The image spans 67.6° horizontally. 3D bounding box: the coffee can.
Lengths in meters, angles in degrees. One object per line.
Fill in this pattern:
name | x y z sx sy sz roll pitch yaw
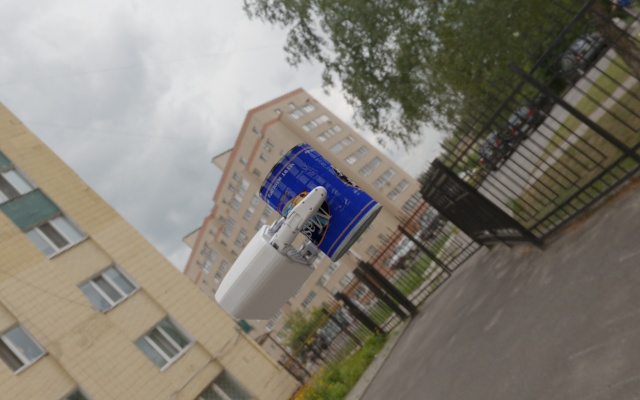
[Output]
coffee can | 0.000 0.002 0.665 0.140 0.103 0.103 40 8 10
